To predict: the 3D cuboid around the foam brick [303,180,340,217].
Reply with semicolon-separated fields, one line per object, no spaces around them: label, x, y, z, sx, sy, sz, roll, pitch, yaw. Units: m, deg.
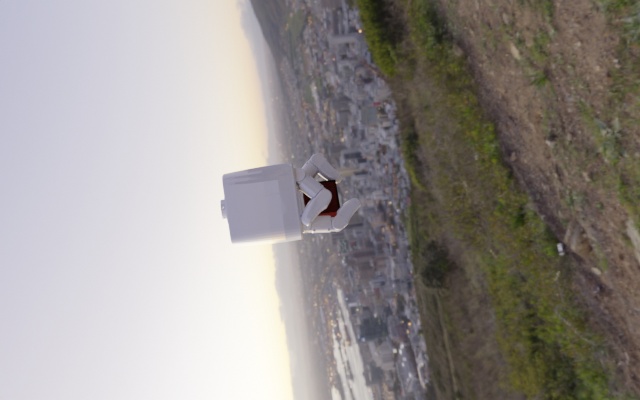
foam brick;0.000;0.003;0.769;0.051;0.053;0.078;-8;-12;-5
